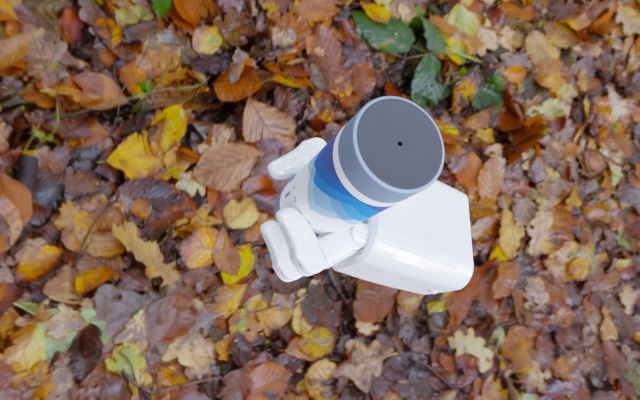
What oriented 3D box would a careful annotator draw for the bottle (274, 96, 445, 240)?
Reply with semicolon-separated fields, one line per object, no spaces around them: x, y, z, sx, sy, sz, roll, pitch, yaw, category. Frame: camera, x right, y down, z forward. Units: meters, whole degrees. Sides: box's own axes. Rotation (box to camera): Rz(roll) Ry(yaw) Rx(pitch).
0.000;0.001;0.436;0.069;0.069;0.296;0;-15;-21;bottle
